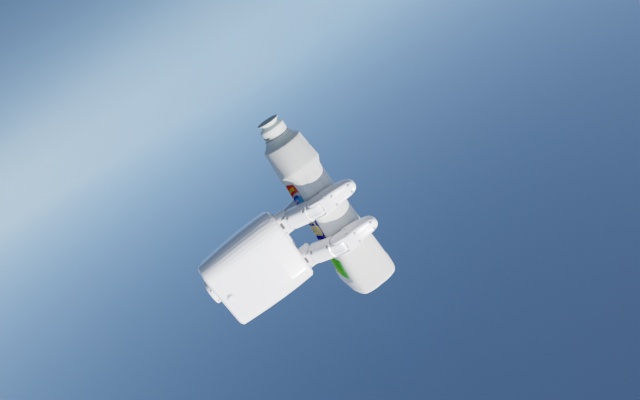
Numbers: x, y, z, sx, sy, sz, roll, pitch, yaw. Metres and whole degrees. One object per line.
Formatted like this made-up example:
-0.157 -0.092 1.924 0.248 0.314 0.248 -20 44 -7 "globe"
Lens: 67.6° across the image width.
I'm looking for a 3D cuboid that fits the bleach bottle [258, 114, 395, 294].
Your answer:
0.000 0.002 0.613 0.068 0.251 0.102 -37 22 -9 "bleach bottle"
